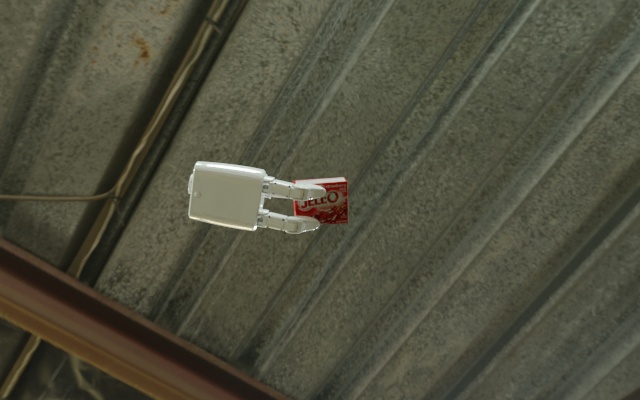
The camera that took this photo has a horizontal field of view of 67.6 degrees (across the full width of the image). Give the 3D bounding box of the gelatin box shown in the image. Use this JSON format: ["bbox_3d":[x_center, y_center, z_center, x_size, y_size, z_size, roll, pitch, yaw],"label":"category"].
[{"bbox_3d":[0.000,0.002,0.785,0.089,0.073,0.030,-4,19,-6],"label":"gelatin box"}]
